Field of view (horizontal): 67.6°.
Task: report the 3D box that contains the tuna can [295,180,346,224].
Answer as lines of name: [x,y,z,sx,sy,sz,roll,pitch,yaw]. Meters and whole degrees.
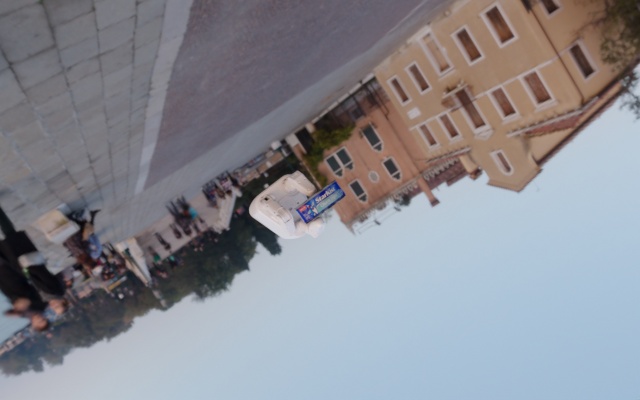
tuna can: [0.000,0.003,0.807,0.086,0.034,0.086,-36,1,0]
